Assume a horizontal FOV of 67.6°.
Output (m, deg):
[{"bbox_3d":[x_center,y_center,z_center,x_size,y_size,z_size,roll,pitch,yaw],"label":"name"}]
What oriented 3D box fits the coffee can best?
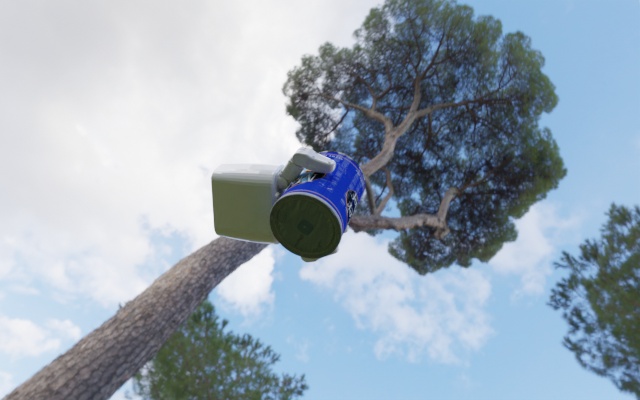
[{"bbox_3d":[0.000,0.002,0.694,0.103,0.103,0.140,0,29,21],"label":"coffee can"}]
